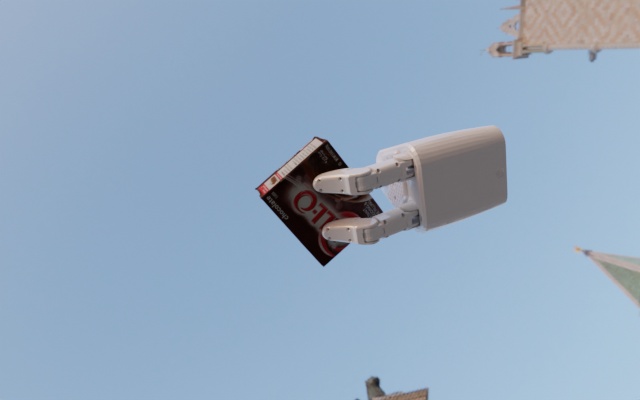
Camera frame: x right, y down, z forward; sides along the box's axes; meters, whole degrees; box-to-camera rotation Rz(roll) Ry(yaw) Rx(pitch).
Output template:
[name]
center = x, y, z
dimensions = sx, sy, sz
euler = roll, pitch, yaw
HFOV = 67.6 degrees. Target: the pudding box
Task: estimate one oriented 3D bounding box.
[pudding box]
center = 0.000, 0.002, 0.511
dimensions = 0.090, 0.113, 0.039
euler = -42, 24, -4
